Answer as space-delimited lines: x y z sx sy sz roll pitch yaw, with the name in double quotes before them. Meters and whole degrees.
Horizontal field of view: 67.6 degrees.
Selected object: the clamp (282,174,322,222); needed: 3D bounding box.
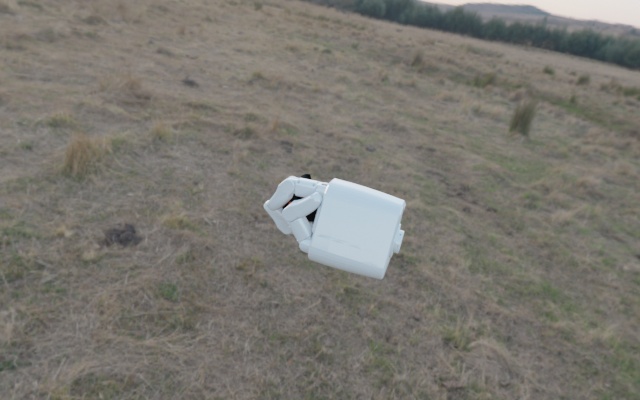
"clamp" 0.000 0.002 0.754 0.120 0.039 0.171 16 21 12
